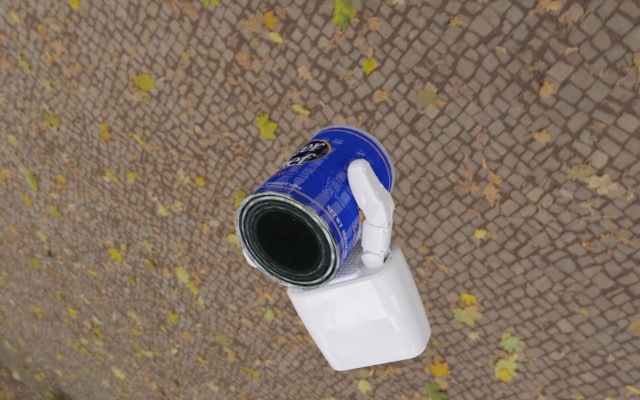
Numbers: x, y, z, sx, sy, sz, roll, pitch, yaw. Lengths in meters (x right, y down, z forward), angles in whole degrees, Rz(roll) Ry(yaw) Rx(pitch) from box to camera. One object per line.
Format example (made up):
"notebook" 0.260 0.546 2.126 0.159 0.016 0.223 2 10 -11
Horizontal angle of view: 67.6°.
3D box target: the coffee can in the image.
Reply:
"coffee can" 0.000 0.001 0.458 0.103 0.103 0.140 0 31 31
